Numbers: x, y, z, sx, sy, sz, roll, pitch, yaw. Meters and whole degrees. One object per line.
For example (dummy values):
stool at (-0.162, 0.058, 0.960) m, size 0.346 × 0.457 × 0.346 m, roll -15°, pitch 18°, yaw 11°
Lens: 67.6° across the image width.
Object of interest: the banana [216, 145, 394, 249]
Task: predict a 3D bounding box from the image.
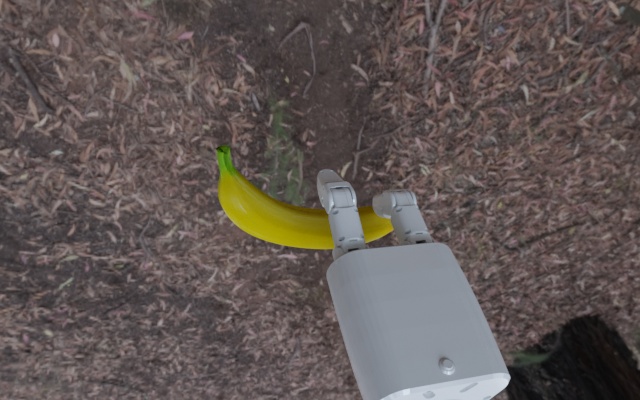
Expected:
banana at (-0.012, 0.014, 0.434) m, size 0.198 × 0.070 × 0.037 m, roll 17°, pitch 33°, yaw -29°
